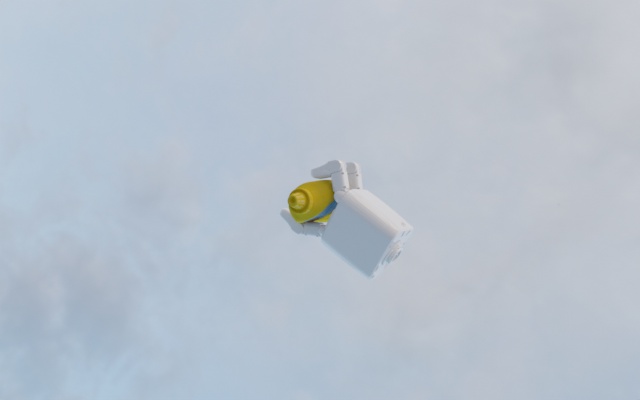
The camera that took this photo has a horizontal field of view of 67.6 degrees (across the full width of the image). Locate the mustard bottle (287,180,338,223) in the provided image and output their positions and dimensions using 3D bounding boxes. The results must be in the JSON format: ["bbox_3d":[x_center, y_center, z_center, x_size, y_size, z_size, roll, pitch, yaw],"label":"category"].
[{"bbox_3d":[0.000,0.002,0.813,0.096,0.058,0.191,-33,-15,23],"label":"mustard bottle"}]
